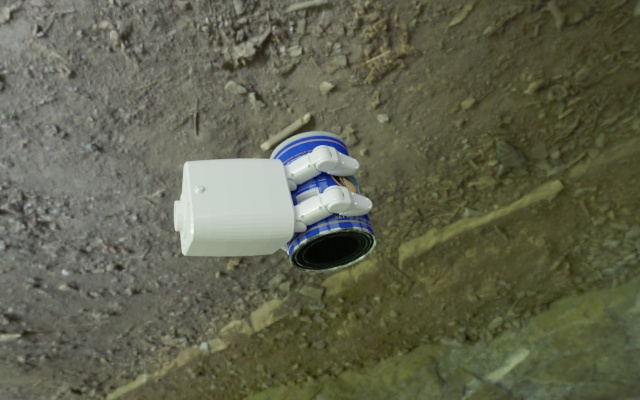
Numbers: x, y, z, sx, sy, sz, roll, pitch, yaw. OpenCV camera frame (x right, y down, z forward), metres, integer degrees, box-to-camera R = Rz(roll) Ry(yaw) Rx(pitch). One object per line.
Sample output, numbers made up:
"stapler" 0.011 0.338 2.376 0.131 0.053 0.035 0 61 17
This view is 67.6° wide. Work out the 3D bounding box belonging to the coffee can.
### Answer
"coffee can" 0.000 0.002 0.581 0.103 0.140 0.103 -11 -31 -7
